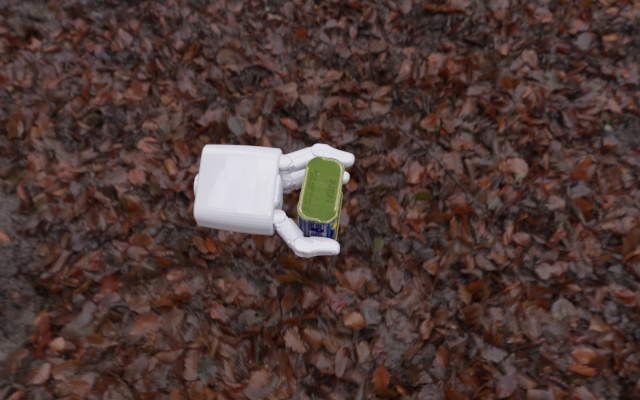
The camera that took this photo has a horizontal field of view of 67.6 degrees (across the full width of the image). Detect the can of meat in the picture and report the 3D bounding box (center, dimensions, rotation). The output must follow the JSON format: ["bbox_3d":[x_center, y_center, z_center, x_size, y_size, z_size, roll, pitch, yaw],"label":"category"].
[{"bbox_3d":[0.000,0.002,0.648,0.057,0.102,0.084,8,-26,3],"label":"can of meat"}]
